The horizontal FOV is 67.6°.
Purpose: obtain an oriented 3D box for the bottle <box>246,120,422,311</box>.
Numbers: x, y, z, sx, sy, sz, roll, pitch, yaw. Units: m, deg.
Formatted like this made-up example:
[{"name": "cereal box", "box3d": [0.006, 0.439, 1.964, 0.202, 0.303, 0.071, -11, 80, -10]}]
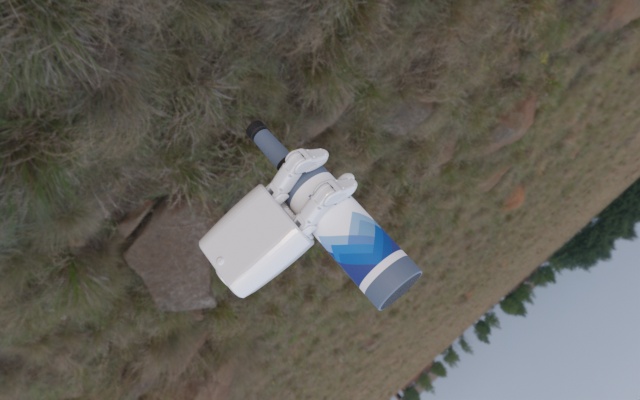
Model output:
[{"name": "bottle", "box3d": [0.000, 0.002, 0.597, 0.295, 0.069, 0.069, 48, 23, 22]}]
